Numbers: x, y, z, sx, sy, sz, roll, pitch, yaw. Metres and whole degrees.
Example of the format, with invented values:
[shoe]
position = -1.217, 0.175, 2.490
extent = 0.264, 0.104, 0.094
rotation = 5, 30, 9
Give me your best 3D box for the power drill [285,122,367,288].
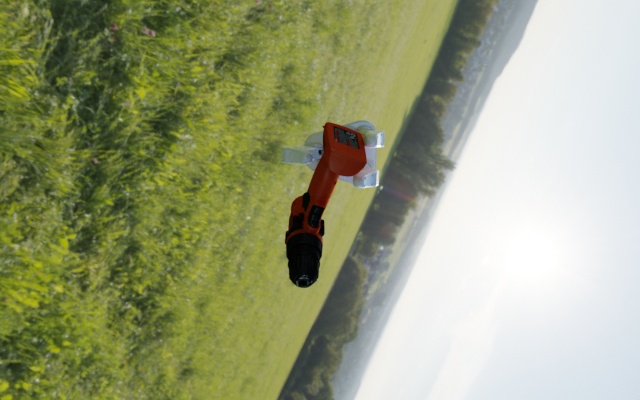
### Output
[power drill]
position = 0.000, 0.002, 0.650
extent = 0.057, 0.188, 0.184
rotation = 18, 31, -14
